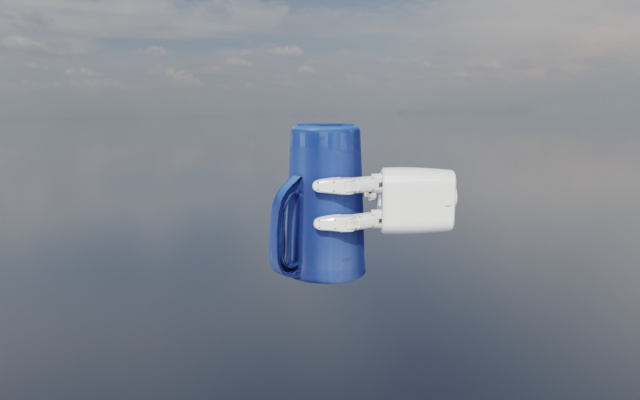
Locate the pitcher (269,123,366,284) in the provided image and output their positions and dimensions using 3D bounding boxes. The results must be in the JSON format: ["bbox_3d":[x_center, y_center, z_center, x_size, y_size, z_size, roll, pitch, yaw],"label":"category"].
[{"bbox_3d":[0.000,0.002,0.751,0.145,0.243,0.149,0,10,4],"label":"pitcher"}]
